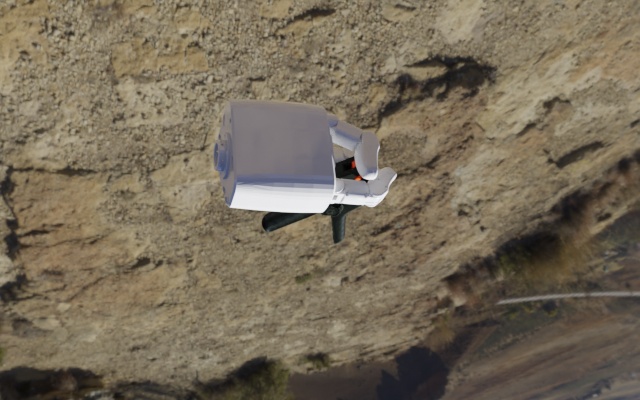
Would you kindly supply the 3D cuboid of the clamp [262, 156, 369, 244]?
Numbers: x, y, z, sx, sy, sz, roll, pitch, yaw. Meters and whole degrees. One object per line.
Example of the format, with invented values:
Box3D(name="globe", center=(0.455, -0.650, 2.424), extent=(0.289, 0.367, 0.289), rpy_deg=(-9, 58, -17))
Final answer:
Box3D(name="clamp", center=(0.000, 0.002, 0.595), extent=(0.120, 0.039, 0.172), rpy_deg=(2, -37, -23))
